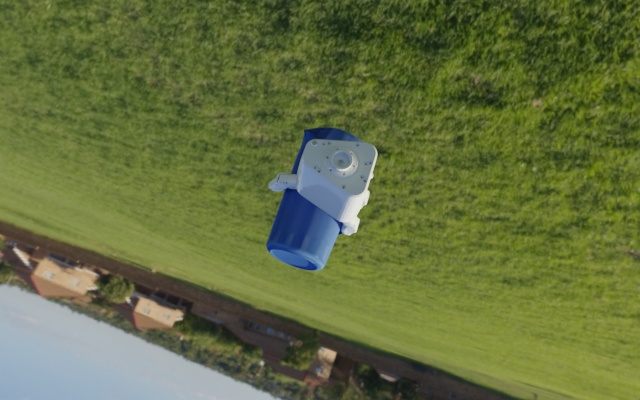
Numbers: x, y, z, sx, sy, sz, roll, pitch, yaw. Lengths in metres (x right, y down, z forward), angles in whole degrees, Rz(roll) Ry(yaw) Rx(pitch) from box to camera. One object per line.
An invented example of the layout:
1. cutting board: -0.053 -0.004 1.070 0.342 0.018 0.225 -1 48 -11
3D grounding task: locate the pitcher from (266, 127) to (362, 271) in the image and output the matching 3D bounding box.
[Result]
1. pitcher: 0.000 0.003 0.870 0.149 0.242 0.145 21 -21 0
